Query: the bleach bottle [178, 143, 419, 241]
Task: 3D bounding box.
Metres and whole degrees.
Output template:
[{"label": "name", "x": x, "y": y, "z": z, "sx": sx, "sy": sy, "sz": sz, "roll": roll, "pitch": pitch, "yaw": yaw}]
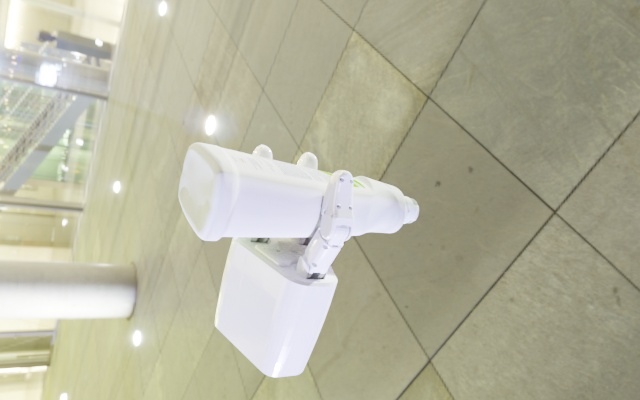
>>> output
[{"label": "bleach bottle", "x": 0.000, "y": 0.001, "z": 0.463, "sx": 0.251, "sy": 0.068, "sz": 0.102, "roll": 7, "pitch": 18, "yaw": -33}]
